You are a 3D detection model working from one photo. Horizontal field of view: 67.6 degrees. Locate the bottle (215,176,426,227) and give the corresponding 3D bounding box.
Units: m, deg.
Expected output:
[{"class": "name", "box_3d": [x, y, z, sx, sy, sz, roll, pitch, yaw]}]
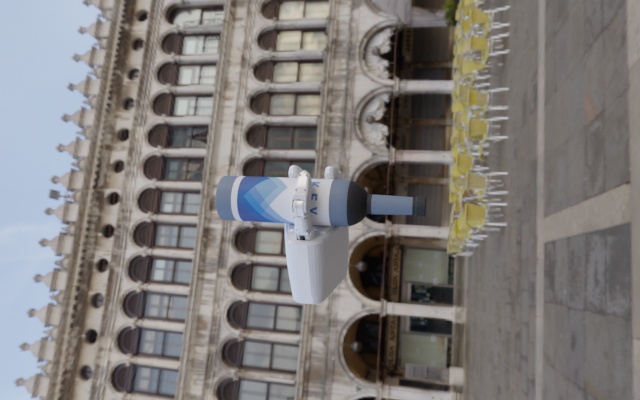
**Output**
[{"class": "bottle", "box_3d": [0.000, 0.002, 0.683, 0.296, 0.069, 0.069, 2, 0, 12]}]
